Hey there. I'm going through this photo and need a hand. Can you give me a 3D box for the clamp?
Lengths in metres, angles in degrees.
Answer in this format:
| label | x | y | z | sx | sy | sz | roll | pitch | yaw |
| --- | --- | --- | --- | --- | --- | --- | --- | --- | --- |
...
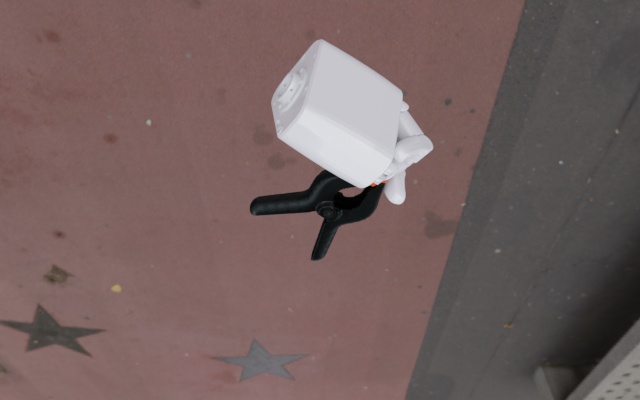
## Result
| label | x | y | z | sx | sy | sz | roll | pitch | yaw |
| --- | --- | --- | --- | --- | --- | --- | --- | --- | --- |
| clamp | 0.000 | 0.002 | 0.559 | 0.120 | 0.039 | 0.171 | 29 | -52 | -24 |
